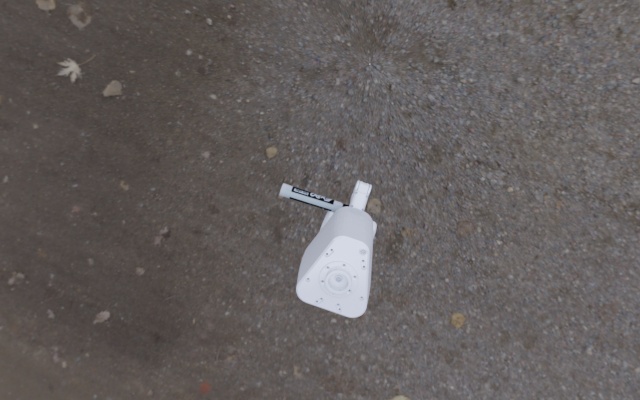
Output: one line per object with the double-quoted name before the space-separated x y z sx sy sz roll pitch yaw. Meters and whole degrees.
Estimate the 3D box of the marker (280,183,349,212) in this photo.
"marker" 0.000 0.002 0.699 0.121 0.020 0.020 18 0 0
